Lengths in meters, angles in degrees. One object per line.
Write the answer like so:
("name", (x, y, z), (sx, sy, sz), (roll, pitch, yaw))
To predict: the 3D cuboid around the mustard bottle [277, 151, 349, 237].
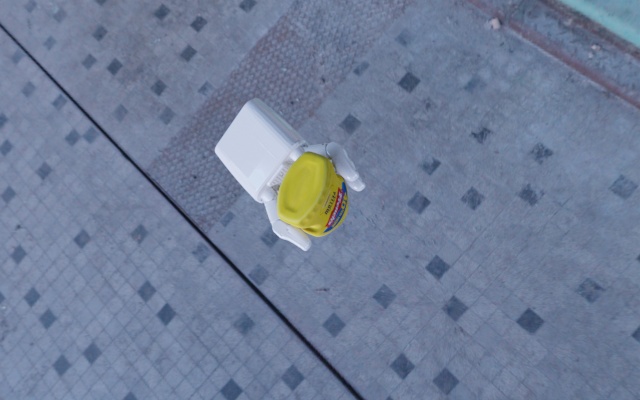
("mustard bottle", (0.000, 0.002, 0.683), (0.058, 0.096, 0.192), (20, -6, 18))
